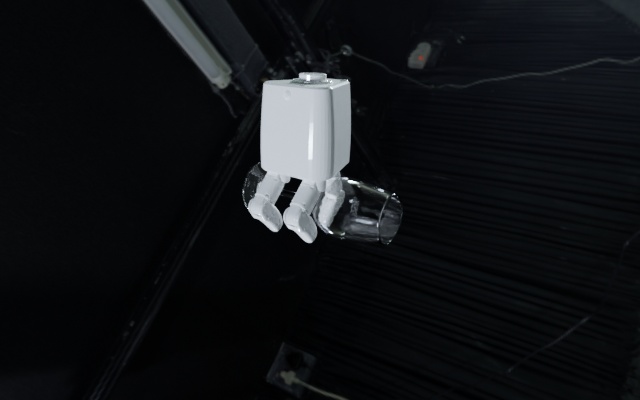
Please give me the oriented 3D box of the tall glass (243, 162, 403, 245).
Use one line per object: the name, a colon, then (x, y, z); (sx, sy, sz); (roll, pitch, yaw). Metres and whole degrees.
tall glass: (0.000, 0.002, 0.606); (0.201, 0.079, 0.079); (14, 8, 32)
